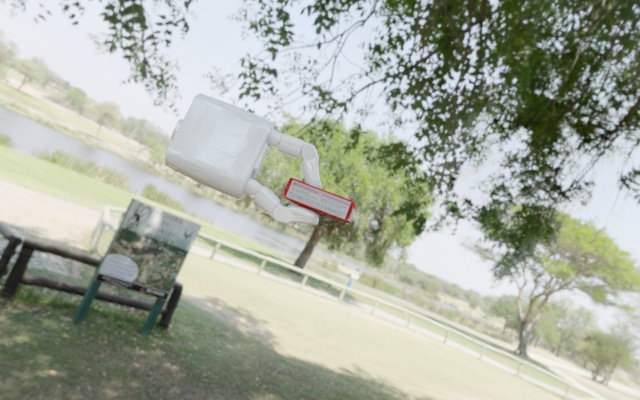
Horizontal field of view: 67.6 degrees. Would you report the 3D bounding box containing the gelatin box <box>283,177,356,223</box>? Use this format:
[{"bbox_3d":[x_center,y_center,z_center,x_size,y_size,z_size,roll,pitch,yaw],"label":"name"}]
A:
[{"bbox_3d":[0.001,0.002,0.632,0.089,0.030,0.073,20,-3,8],"label":"gelatin box"}]
